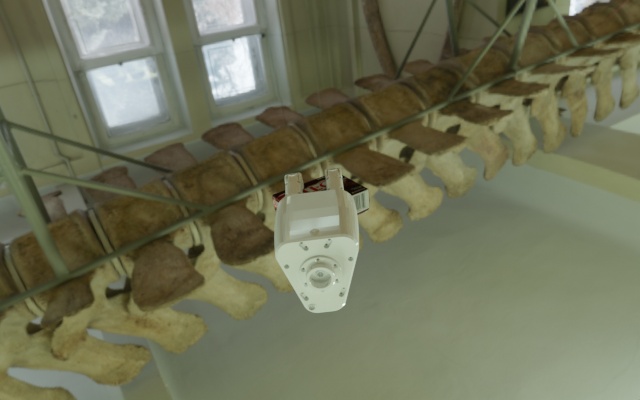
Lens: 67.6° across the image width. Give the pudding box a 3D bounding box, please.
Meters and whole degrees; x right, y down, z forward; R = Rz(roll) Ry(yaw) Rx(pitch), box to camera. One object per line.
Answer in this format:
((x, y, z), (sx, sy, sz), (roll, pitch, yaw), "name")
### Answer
((0.000, 0.002, 0.680), (0.113, 0.039, 0.090), (-19, 29, -23), "pudding box")
